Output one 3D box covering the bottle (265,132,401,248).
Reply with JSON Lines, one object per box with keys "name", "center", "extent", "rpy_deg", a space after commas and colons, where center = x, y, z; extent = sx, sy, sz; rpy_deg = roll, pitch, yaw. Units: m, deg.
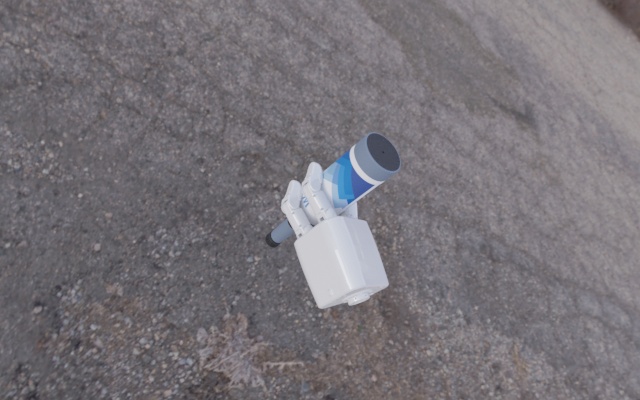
{"name": "bottle", "center": [0.000, 0.002, 0.754], "extent": [0.069, 0.069, 0.296], "rpy_deg": [0, -28, -42]}
